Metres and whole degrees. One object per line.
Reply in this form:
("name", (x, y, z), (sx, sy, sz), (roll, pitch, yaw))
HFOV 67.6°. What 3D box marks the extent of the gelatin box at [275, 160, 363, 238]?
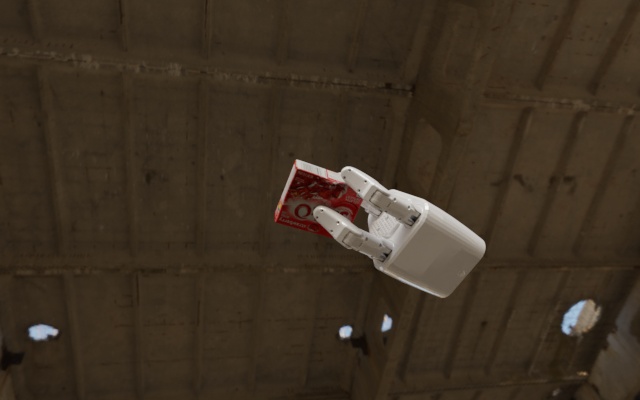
("gelatin box", (0.000, 0.002, 0.557), (0.089, 0.073, 0.030), (17, 24, -15))
